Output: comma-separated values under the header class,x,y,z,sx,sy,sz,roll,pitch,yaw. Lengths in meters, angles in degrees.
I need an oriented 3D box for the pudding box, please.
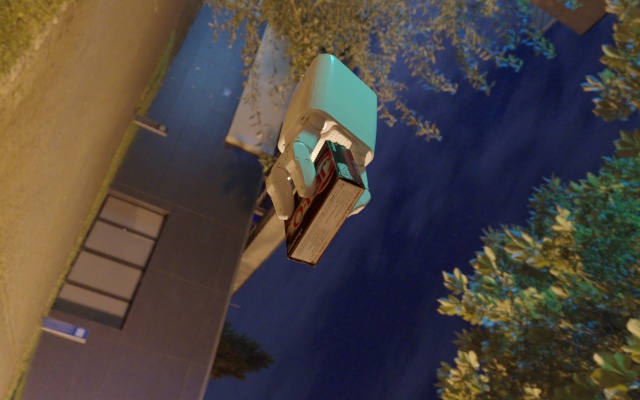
class,x,y,z,sx,sy,sz,roll,pitch,yaw
pudding box,0.000,0.002,0.524,0.039,0.113,0.090,21,26,-18
